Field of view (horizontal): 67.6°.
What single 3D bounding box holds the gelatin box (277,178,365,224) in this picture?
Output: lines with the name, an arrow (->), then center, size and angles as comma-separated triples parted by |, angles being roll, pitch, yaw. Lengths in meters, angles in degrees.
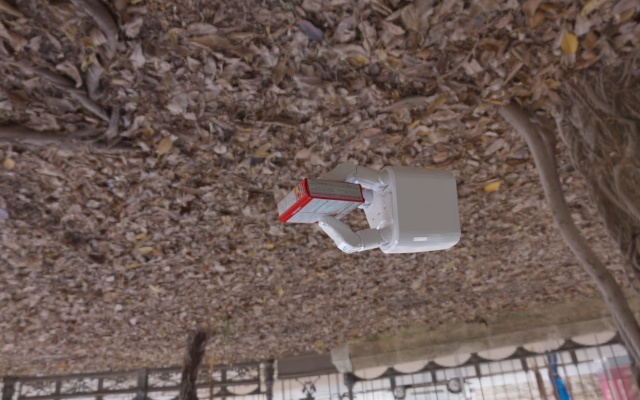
gelatin box -> 0.000, 0.002, 0.609 | 0.089, 0.030, 0.073 | 3, -27, -35
